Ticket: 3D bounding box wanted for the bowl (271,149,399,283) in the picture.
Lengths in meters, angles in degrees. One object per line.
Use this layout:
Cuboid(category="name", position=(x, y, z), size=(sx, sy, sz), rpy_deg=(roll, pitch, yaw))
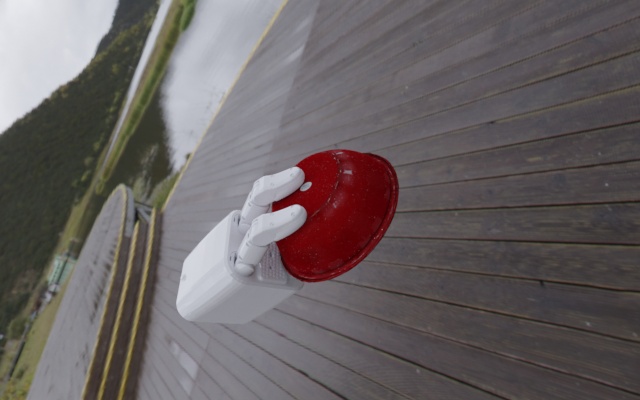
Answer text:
Cuboid(category="bowl", position=(0.001, 0.001, 0.502), size=(0.162, 0.162, 0.055), rpy_deg=(0, -32, 47))
